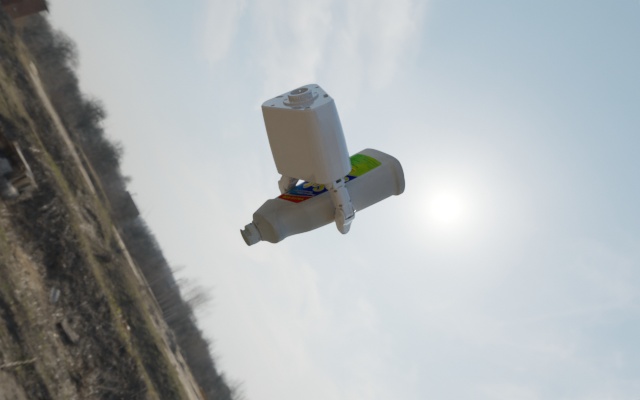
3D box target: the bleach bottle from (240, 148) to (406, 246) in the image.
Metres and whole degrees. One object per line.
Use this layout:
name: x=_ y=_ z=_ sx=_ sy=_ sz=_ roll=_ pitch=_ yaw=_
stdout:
bleach bottle: x=0.000 y=0.002 z=0.718 sx=0.251 sy=0.068 sz=0.102 roll=-27 pitch=32 yaw=-21
